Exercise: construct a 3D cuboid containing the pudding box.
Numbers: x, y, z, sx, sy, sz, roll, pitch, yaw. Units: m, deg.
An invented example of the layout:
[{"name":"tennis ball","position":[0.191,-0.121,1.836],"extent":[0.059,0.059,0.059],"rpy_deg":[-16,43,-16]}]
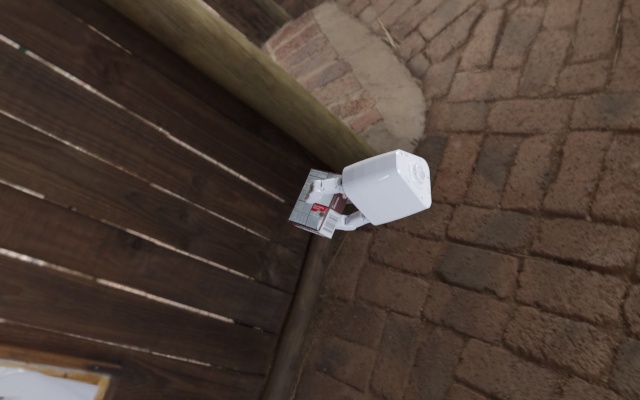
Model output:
[{"name":"pudding box","position":[0.000,0.003,0.864],"extent":[0.090,0.113,0.039],"rpy_deg":[16,-13,48]}]
